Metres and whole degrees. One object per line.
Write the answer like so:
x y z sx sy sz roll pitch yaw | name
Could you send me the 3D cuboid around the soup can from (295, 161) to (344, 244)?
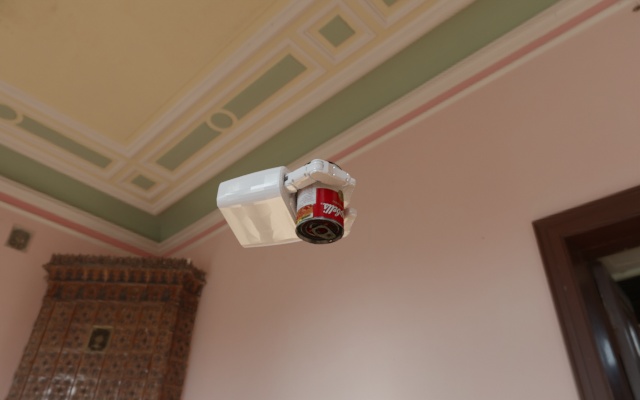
0.001 0.002 0.682 0.068 0.102 0.069 1 -35 1 | soup can
